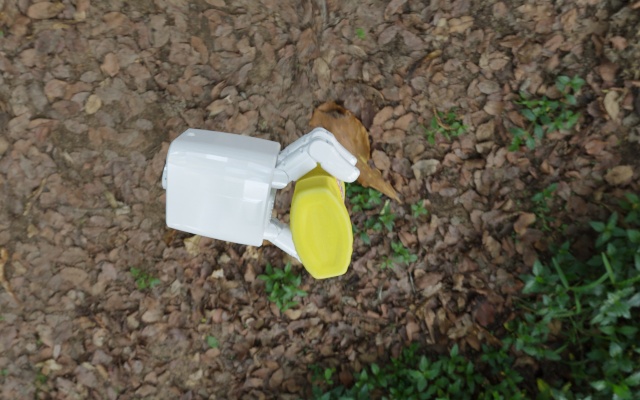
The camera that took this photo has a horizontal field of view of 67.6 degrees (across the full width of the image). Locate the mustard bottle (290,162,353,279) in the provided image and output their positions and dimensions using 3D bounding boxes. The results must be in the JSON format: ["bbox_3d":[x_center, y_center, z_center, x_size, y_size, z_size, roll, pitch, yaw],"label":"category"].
[{"bbox_3d":[0.000,0.002,0.536,0.058,0.096,0.191,-12,19,4],"label":"mustard bottle"}]
